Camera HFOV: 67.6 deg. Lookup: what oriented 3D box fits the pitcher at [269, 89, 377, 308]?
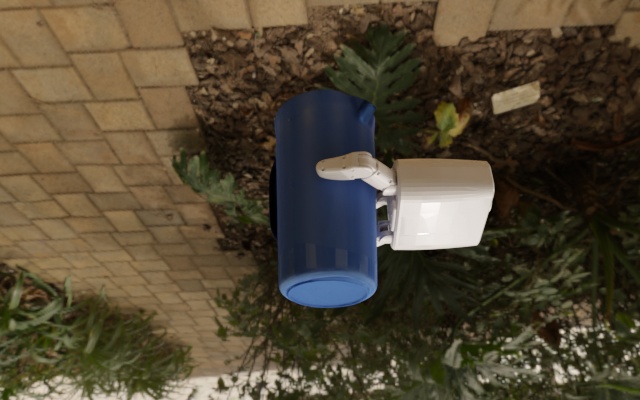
[{"bbox_3d":[0.000,0.002,0.583,0.145,0.242,0.149,-1,-30,0],"label":"pitcher"}]
